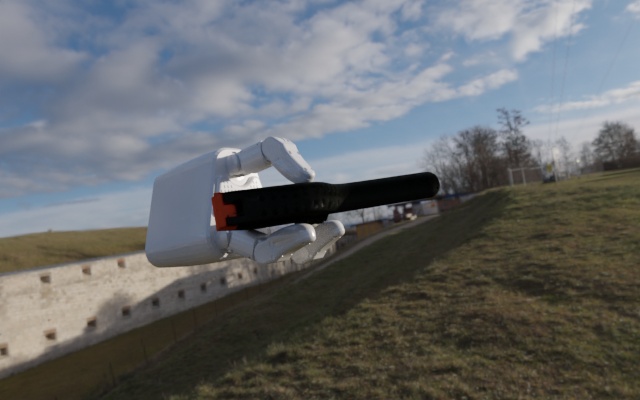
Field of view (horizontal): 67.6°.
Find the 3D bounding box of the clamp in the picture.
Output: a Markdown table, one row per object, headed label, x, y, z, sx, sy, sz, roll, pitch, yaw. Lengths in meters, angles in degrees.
| label | x | y | z | sx | sy | sz | roll | pitch | yaw |
| --- | --- | --- | --- | --- | --- | --- | --- | --- | --- |
| clamp | -0.001 | 0.001 | 0.428 | 0.164 | 0.036 | 0.210 | -16 | -8 | 35 |
